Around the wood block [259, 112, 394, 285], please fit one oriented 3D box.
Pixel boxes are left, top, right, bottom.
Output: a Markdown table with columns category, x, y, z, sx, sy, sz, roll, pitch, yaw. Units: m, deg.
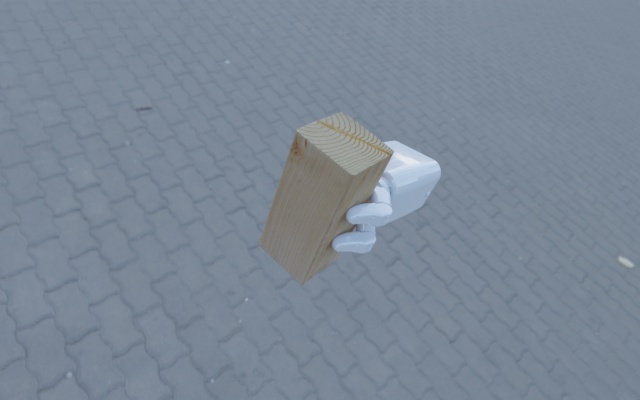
| category | x | y | z | sx | sy | sz | roll | pitch | yaw |
| --- | --- | --- | --- | --- | --- | --- | --- | --- | --- |
| wood block | 0.000 | 0.002 | 0.623 | 0.091 | 0.206 | 0.090 | 41 | 44 | 19 |
